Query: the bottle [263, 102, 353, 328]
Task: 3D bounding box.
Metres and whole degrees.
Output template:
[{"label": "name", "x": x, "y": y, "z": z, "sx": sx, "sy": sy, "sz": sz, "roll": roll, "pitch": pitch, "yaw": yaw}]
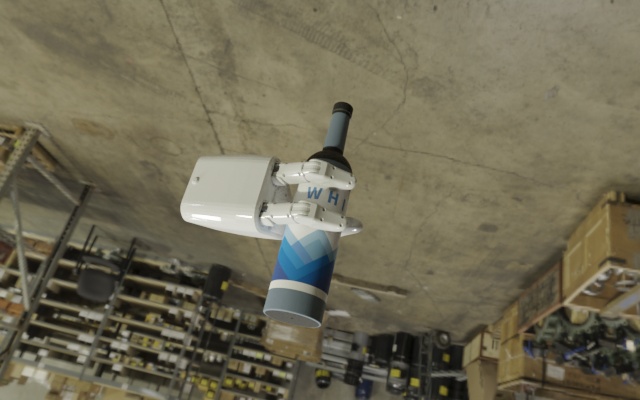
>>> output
[{"label": "bottle", "x": 0.000, "y": 0.002, "z": 0.590, "sx": 0.069, "sy": 0.295, "sz": 0.069, "roll": 11, "pitch": -26, "yaw": 5}]
